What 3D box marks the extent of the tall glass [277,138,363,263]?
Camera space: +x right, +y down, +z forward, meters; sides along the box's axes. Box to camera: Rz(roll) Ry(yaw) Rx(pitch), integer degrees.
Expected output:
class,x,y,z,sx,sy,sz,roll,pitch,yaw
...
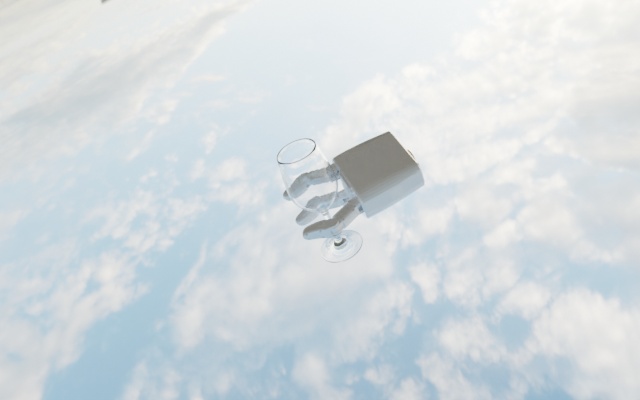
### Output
class,x,y,z,sx,sy,sz,roll,pitch,yaw
tall glass,0.000,0.003,0.741,0.079,0.201,0.079,-17,36,13
